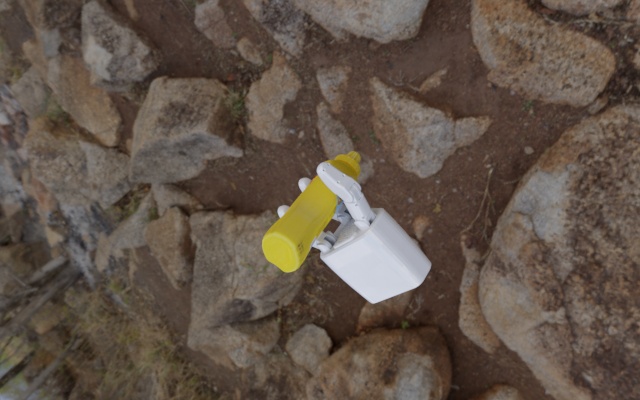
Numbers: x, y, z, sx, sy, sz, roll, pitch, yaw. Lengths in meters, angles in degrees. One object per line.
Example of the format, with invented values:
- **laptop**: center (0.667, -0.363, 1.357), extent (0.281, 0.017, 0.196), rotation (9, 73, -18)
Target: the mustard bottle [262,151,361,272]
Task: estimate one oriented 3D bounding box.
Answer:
- **mustard bottle**: center (0.000, 0.002, 0.638), extent (0.058, 0.191, 0.096), rotation (33, -29, 8)
